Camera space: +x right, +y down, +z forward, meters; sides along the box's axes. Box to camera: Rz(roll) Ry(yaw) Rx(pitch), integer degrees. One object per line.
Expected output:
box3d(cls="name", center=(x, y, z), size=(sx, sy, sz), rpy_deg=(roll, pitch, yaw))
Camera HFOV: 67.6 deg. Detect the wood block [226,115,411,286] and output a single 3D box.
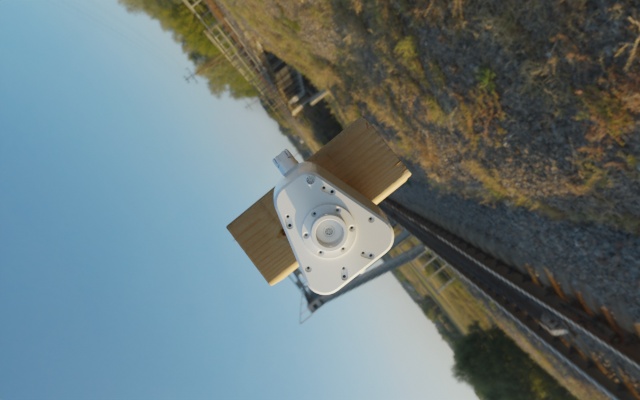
box3d(cls="wood block", center=(0.000, 0.002, 0.589), size=(0.206, 0.091, 0.090), rpy_deg=(-39, -6, 3))
